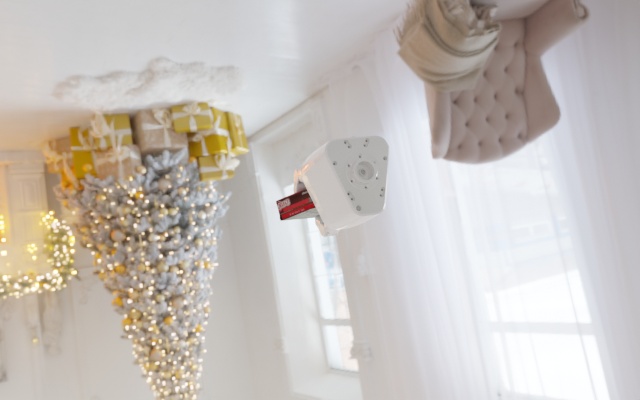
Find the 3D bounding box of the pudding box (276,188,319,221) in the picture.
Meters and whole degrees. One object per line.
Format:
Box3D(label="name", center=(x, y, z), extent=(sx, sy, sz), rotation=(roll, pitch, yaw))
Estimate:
Box3D(label="pudding box", center=(0.000, 0.003, 0.763), extent=(0.090, 0.039, 0.113), rotation=(-20, -13, 41))
